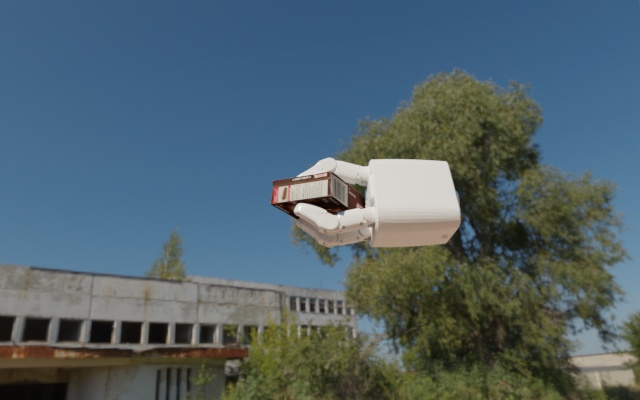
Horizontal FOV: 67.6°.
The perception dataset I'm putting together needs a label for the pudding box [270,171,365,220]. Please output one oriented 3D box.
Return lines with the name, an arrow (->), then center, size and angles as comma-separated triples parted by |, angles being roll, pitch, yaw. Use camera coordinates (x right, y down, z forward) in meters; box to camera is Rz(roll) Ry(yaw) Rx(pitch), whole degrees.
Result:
pudding box -> 0.000, 0.002, 0.645 | 0.090, 0.039, 0.113 | -9, -25, 26
